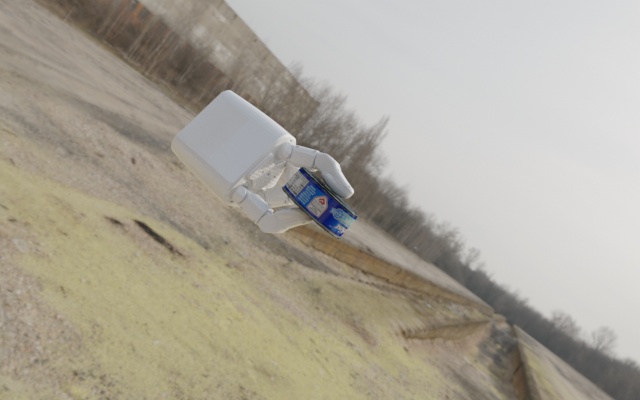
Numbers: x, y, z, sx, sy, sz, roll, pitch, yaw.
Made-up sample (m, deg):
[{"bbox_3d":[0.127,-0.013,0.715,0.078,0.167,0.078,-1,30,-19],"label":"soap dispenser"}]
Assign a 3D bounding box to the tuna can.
[{"bbox_3d":[0.001,0.001,0.529,0.086,0.034,0.086,42,4,-4],"label":"tuna can"}]
